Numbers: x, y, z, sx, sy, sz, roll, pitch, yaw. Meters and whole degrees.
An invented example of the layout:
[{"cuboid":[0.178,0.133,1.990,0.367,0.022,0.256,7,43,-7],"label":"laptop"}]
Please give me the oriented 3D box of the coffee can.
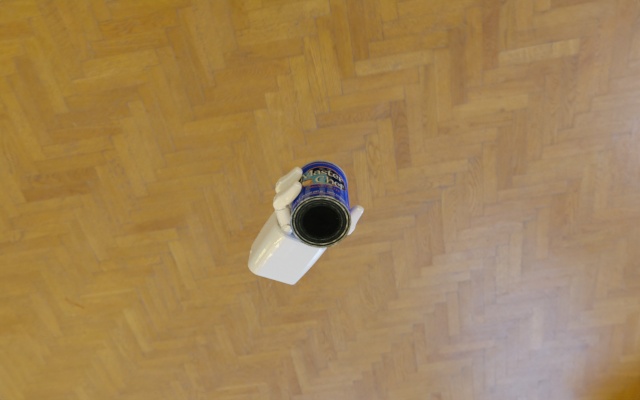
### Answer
[{"cuboid":[0.000,0.003,0.848,0.103,0.103,0.140,0,29,0],"label":"coffee can"}]
